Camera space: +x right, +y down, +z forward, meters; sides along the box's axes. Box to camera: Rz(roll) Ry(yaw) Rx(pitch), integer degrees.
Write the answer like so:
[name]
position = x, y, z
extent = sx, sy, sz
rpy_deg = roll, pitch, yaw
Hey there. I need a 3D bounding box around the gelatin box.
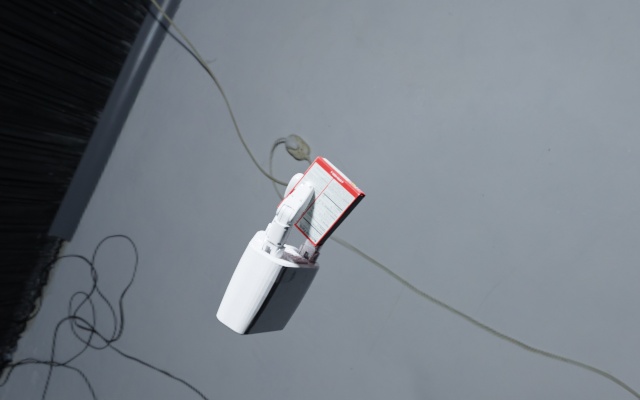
[gelatin box]
position = 0.000, 0.002, 0.601
extent = 0.073, 0.089, 0.030
rpy_deg = 43, 13, 17
